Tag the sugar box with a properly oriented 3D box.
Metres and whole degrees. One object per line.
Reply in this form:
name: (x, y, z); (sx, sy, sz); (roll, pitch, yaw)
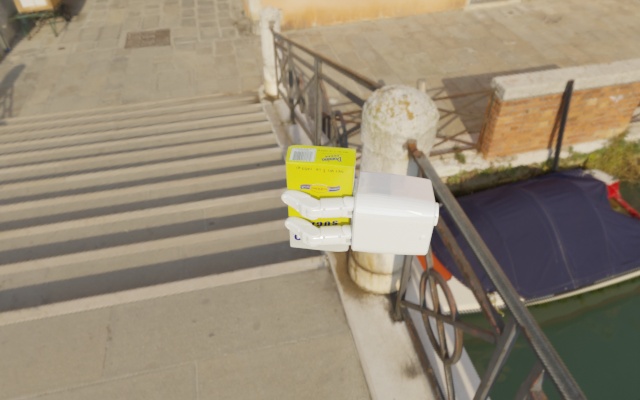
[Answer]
sugar box: (0.000, 0.003, 0.691); (0.093, 0.176, 0.048); (5, 43, 5)
